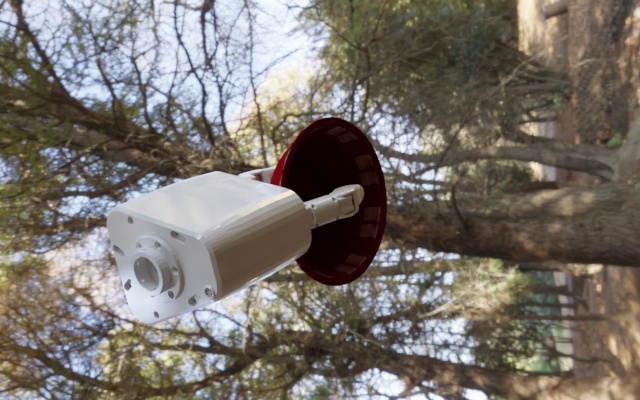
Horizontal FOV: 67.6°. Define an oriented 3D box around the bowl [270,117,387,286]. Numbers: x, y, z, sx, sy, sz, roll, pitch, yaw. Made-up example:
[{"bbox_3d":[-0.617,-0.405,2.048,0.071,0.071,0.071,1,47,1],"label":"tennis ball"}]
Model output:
[{"bbox_3d":[0.001,0.002,0.476,0.055,0.162,0.162,-2,-1,42],"label":"bowl"}]
